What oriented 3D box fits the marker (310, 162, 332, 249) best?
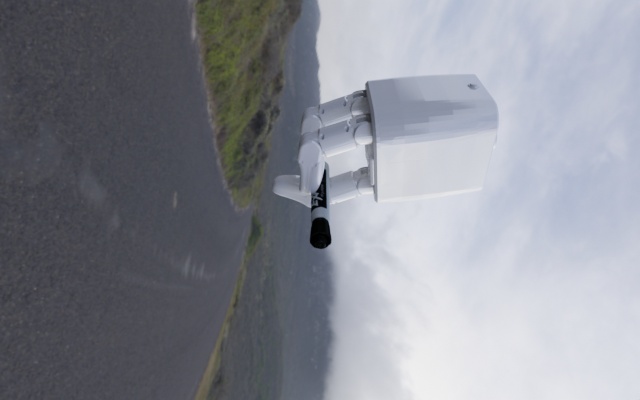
[{"bbox_3d":[0.000,0.001,0.446,0.020,0.020,0.121,0,36,0],"label":"marker"}]
